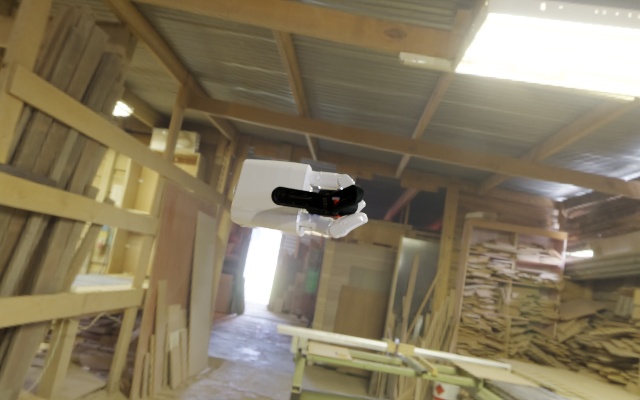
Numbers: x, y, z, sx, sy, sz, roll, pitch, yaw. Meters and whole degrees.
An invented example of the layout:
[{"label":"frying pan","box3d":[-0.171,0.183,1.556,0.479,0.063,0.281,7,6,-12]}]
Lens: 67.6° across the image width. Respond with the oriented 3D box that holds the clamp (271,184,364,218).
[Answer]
[{"label":"clamp","box3d":[0.000,0.002,0.676,0.120,0.039,0.171,6,-10,5]}]
